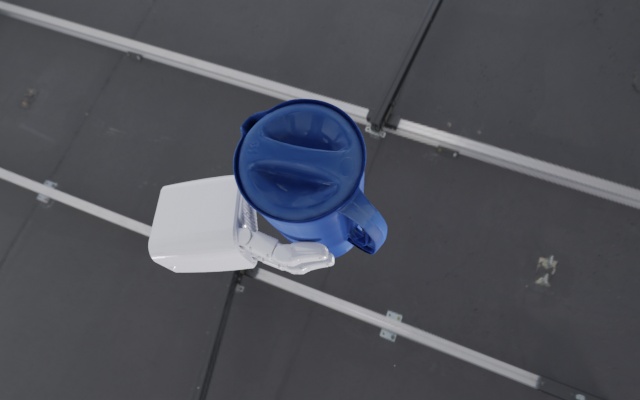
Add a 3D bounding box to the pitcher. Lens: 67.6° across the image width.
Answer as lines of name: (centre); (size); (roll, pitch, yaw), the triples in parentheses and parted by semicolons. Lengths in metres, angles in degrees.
pitcher: (0.000, 0.002, 0.572); (0.145, 0.149, 0.243); (-7, -20, 6)
